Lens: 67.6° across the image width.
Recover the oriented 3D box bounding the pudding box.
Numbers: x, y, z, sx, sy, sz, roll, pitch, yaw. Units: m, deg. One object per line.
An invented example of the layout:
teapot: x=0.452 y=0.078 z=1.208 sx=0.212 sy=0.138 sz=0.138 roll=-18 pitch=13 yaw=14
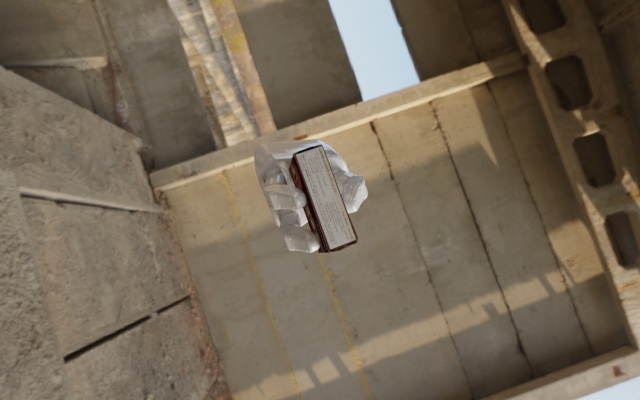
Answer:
pudding box: x=0.000 y=0.002 z=0.534 sx=0.039 sy=0.113 sz=0.090 roll=-22 pitch=-4 yaw=-7
